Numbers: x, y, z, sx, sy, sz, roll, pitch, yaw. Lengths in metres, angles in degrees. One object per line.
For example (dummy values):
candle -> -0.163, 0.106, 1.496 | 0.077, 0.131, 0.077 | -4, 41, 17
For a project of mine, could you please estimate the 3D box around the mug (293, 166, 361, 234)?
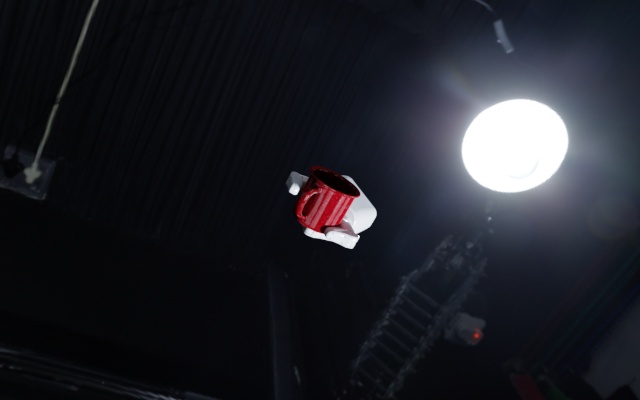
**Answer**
mug -> -0.001, 0.003, 0.772 | 0.093, 0.081, 0.117 | 37, 21, 22
